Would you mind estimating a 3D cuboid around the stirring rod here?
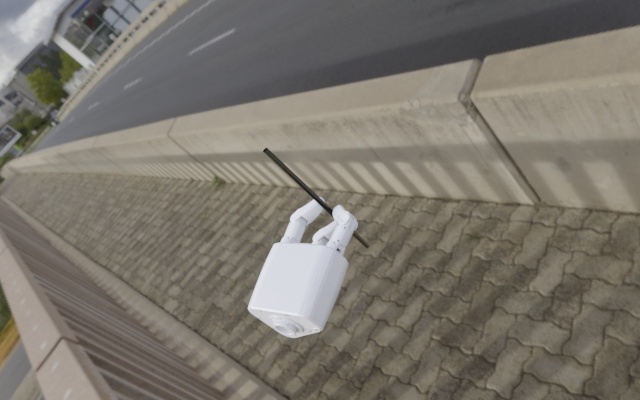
[{"bbox_3d":[0.000,0.002,0.715,0.240,0.011,0.011,43,-25,-29],"label":"stirring rod"}]
